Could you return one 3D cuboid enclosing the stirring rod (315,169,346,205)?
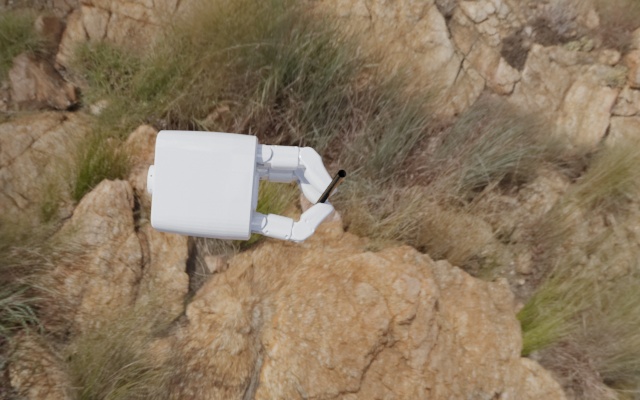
[{"bbox_3d":[0.000,0.002,0.557,0.011,0.011,0.239,0,-13,-10],"label":"stirring rod"}]
